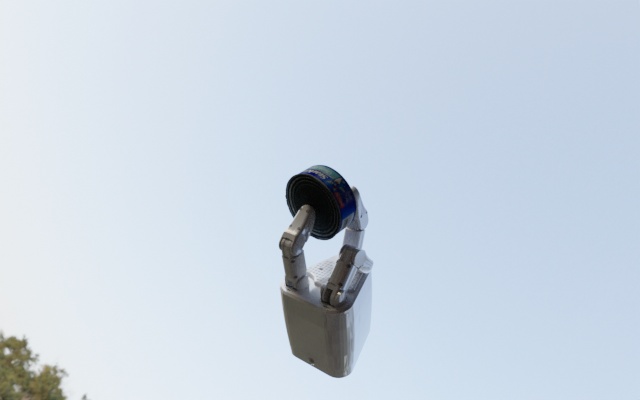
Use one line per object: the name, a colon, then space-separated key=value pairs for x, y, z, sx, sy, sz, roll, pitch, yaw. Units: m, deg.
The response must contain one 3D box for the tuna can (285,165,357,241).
tuna can: x=0.000 y=0.002 z=0.564 sx=0.086 sy=0.086 sz=0.033 roll=0 pitch=25 yaw=46
